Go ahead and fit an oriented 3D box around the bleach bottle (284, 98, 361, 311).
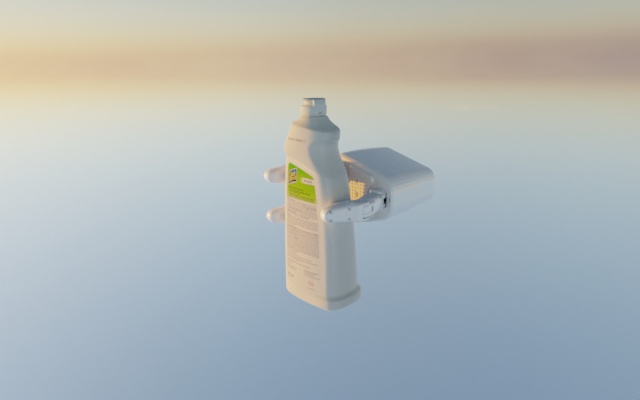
[{"bbox_3d":[0.000,0.002,0.591,0.102,0.251,0.068,15,22,43],"label":"bleach bottle"}]
